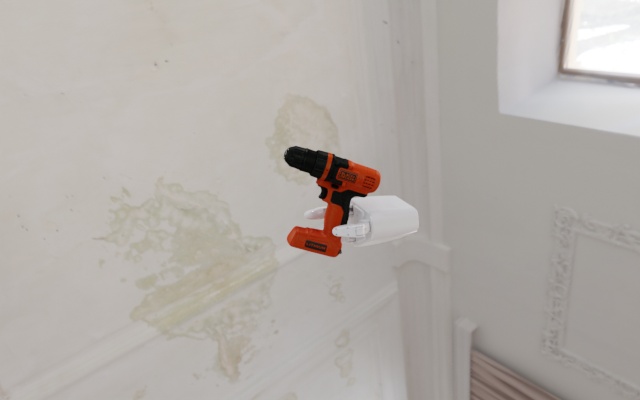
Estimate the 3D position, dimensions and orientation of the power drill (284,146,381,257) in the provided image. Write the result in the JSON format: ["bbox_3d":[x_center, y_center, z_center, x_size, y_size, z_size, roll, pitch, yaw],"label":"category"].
[{"bbox_3d":[0.000,0.003,0.888,0.184,0.188,0.057,17,18,-10],"label":"power drill"}]
